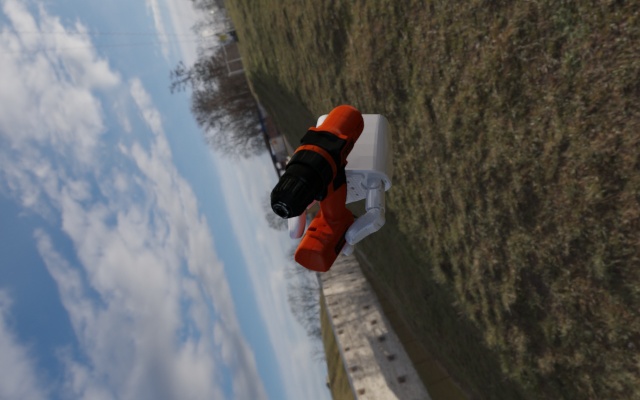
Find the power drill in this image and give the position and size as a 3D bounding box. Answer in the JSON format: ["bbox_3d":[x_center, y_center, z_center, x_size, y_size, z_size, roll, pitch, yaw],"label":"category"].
[{"bbox_3d":[0.000,0.002,0.584,0.057,0.188,0.184,20,48,18],"label":"power drill"}]
